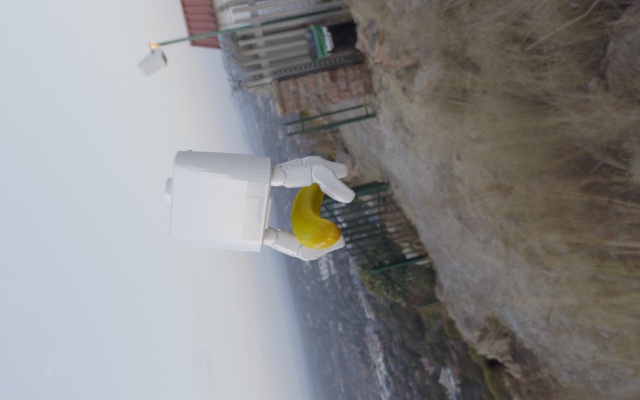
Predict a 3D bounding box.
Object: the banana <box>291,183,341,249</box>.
[{"bbox_3d":[-0.009,0.015,0.579,0.037,0.070,0.197,26,21,-14],"label":"banana"}]
